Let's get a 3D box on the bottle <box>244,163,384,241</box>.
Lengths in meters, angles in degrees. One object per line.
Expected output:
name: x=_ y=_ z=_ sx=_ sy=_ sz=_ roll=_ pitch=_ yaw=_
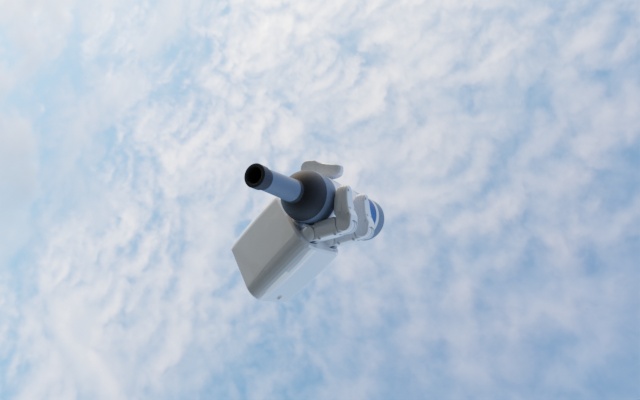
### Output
bottle: x=0.000 y=0.002 z=0.630 sx=0.069 sy=0.069 sz=0.296 roll=0 pitch=-11 yaw=29
